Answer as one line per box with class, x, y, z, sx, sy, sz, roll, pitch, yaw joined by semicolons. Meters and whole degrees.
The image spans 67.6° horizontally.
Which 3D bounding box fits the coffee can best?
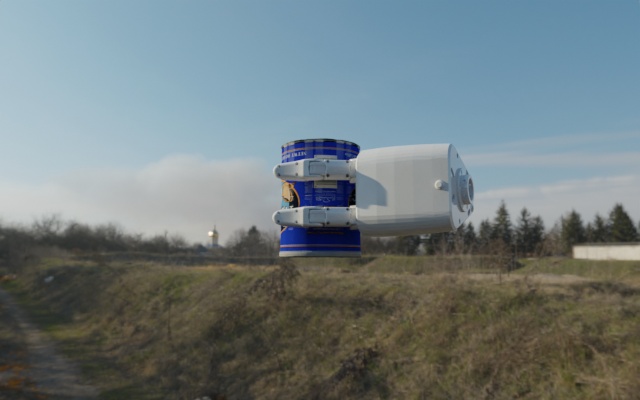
coffee can;0.000;0.002;0.606;0.103;0.140;0.103;0;-7;0
